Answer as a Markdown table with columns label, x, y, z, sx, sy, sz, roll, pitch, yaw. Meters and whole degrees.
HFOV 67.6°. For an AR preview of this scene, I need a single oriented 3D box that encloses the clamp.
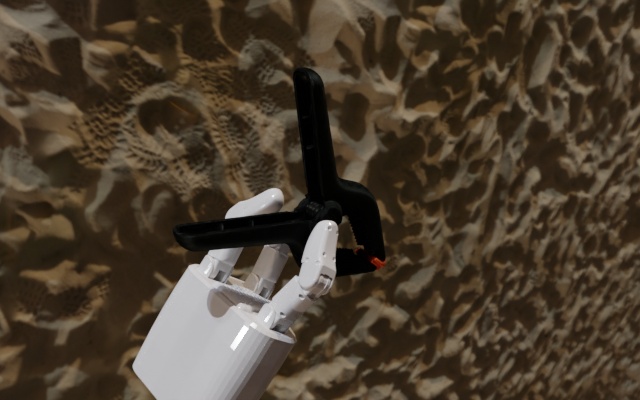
| label | x | y | z | sx | sy | sz | roll | pitch | yaw |
| --- | --- | --- | --- | --- | --- | --- | --- | --- | --- |
| clamp | 0.001 | 0.002 | 0.414 | 0.210 | 0.164 | 0.036 | 32 | 0 | -41 |
